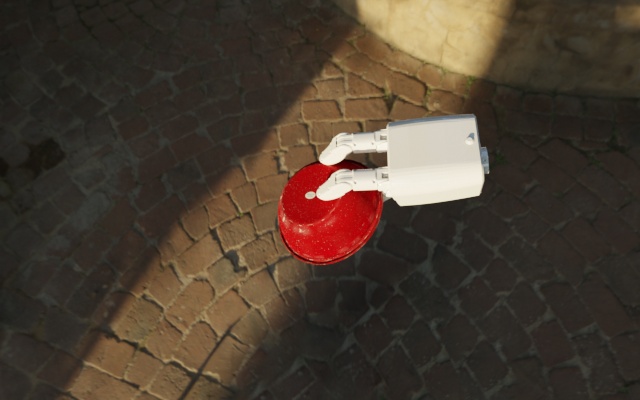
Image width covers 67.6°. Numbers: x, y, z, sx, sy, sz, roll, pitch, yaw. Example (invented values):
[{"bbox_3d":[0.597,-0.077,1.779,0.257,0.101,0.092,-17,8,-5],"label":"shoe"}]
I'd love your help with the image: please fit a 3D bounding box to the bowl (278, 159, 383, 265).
[{"bbox_3d":[-0.001,0.002,0.649,0.162,0.162,0.055,0,-25,30],"label":"bowl"}]
